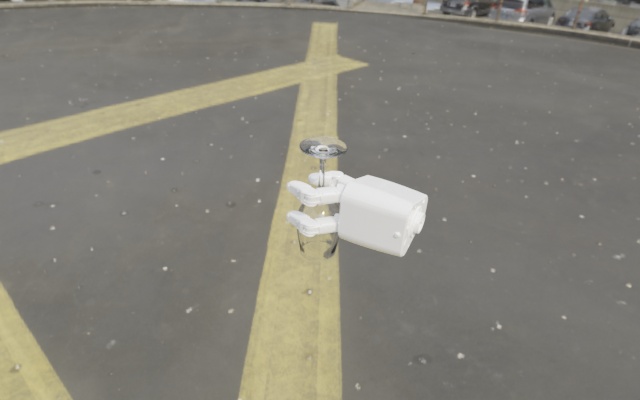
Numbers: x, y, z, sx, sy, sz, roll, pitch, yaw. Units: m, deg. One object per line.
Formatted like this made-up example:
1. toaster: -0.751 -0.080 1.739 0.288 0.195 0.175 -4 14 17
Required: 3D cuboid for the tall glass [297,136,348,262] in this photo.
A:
1. tall glass: 0.000 0.002 0.778 0.079 0.201 0.079 3 31 -2
